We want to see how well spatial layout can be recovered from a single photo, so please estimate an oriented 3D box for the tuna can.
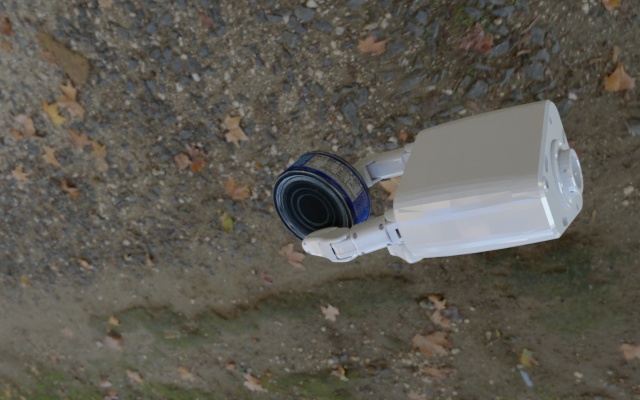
[{"bbox_3d":[0.000,0.002,0.425,0.086,0.086,0.033,0,32,37],"label":"tuna can"}]
